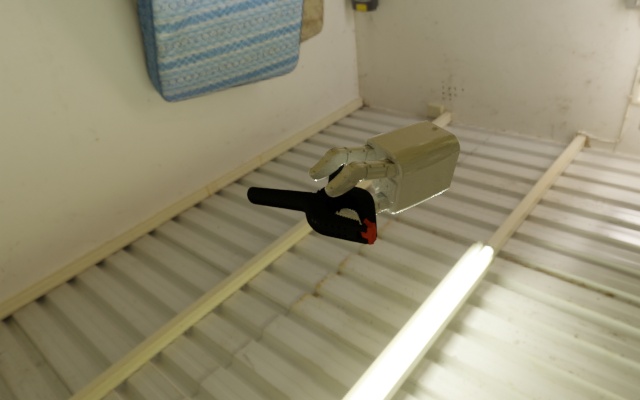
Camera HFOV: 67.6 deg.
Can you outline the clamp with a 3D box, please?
[{"bbox_3d":[0.001,0.003,0.659,0.164,0.036,0.210,-23,36,-16],"label":"clamp"}]
